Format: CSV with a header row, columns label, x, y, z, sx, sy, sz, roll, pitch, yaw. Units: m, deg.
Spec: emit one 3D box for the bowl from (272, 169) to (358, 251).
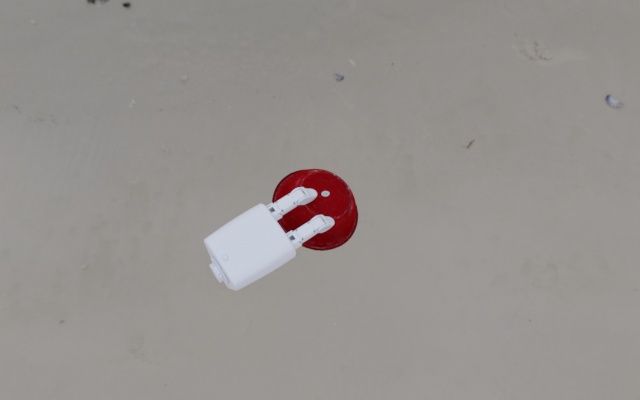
label,x,y,z,sx,sy,sz,roll,pitch,yaw
bowl,0.001,0.002,0.830,0.162,0.162,0.055,0,-28,-21
